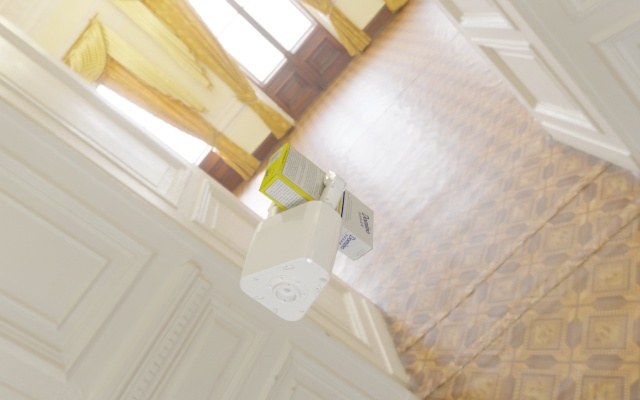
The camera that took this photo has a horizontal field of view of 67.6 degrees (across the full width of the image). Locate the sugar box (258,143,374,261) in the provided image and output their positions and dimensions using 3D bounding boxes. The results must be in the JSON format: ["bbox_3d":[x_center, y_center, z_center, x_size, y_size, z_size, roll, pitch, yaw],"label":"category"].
[{"bbox_3d":[0.000,0.003,0.682,0.048,0.176,0.093,-39,22,29],"label":"sugar box"}]
